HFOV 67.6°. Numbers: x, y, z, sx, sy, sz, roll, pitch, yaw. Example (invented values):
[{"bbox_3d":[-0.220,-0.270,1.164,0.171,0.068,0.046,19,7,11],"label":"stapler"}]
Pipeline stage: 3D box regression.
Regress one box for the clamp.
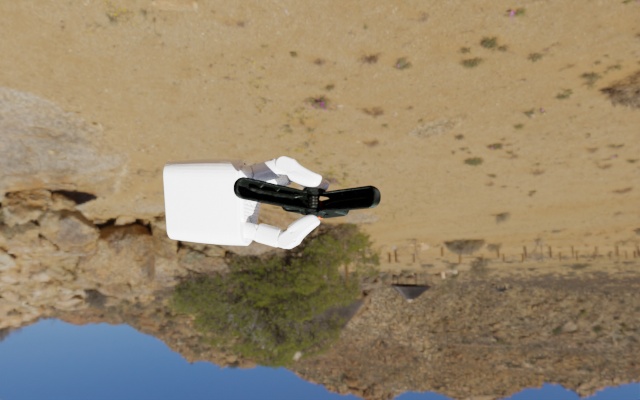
[{"bbox_3d":[0.000,0.003,0.614,0.164,0.036,0.210,4,-7,12],"label":"clamp"}]
